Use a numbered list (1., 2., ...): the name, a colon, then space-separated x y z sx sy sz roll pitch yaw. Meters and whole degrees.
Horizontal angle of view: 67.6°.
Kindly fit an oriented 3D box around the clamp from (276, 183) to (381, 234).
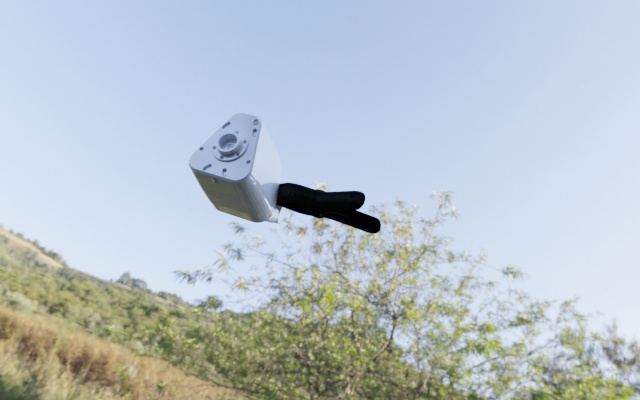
1. clamp: 0.000 0.002 0.675 0.171 0.039 0.120 12 -23 14
